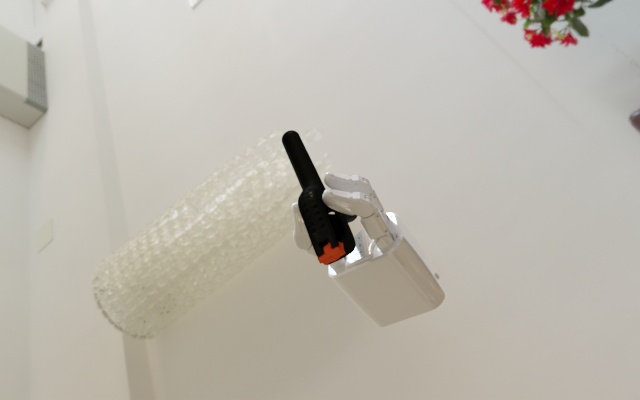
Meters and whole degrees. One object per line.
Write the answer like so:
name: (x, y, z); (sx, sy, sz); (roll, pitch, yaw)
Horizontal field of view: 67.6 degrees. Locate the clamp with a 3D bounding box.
clamp: (0.000, 0.003, 0.589); (0.036, 0.164, 0.210); (-34, 19, 14)
